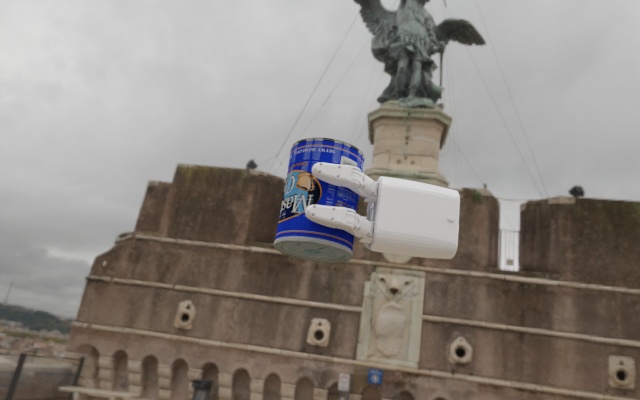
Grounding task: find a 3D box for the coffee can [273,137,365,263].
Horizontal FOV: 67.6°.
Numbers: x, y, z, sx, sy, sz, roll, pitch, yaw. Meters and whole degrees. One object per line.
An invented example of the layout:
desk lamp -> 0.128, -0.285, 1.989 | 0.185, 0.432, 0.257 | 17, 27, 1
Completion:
coffee can -> 0.000, 0.002, 0.634 | 0.103, 0.140, 0.103 | 8, -19, 3
